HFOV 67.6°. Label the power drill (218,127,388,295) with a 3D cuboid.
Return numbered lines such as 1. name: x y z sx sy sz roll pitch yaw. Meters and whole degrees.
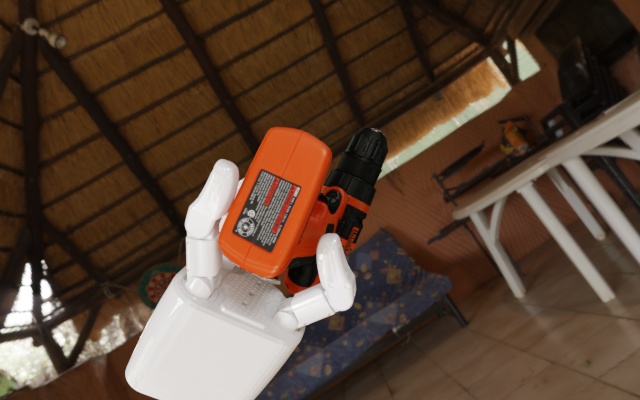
1. power drill: 0.000 0.002 0.414 0.057 0.184 0.188 22 -3 21
